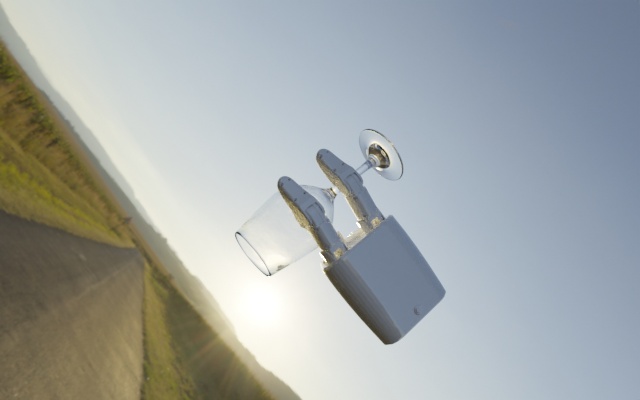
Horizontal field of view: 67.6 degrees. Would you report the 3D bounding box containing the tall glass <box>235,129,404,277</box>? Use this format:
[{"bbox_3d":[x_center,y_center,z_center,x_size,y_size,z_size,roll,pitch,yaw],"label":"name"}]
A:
[{"bbox_3d":[0.000,0.001,0.549,0.201,0.079,0.079,-37,14,-20],"label":"tall glass"}]
